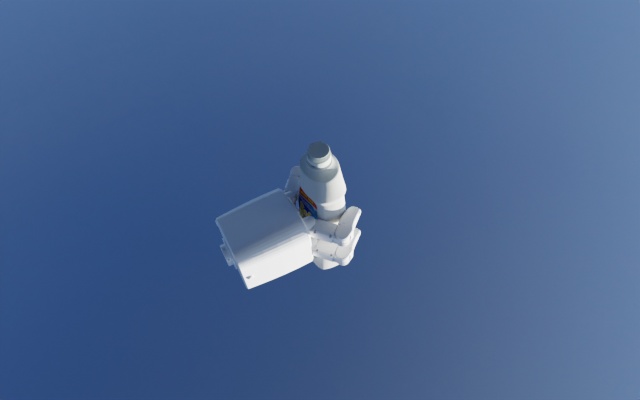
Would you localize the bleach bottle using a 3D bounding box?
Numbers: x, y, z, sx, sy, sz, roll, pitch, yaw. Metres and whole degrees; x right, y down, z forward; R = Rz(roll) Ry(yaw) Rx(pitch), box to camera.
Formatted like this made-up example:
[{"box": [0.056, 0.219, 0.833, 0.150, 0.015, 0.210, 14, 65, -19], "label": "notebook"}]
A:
[{"box": [0.000, 0.002, 0.705, 0.068, 0.102, 0.251, -24, -33, -13], "label": "bleach bottle"}]
